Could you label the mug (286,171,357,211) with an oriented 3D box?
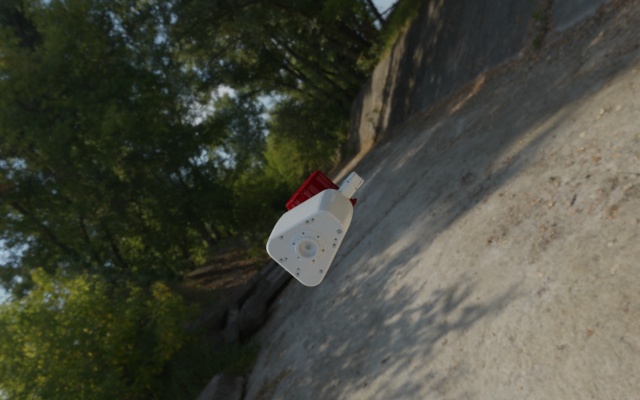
[{"bbox_3d":[0.000,0.002,0.790,0.081,0.093,0.117,41,16,-5],"label":"mug"}]
